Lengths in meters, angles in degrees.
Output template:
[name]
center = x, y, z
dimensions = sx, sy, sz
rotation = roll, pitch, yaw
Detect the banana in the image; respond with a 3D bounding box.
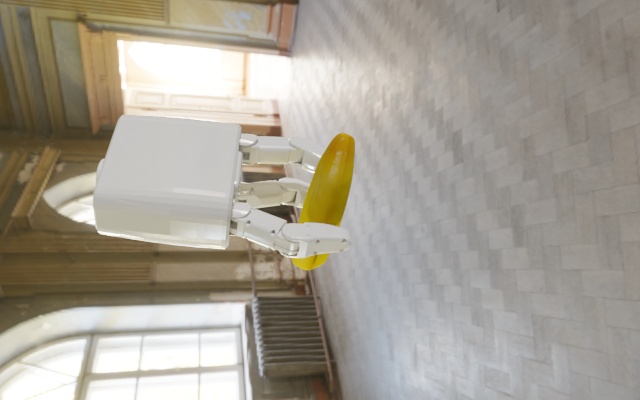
[banana]
center = -0.003, 0.019, 0.448
dimensions = 0.037, 0.069, 0.198
rotation = 10, -31, -4
